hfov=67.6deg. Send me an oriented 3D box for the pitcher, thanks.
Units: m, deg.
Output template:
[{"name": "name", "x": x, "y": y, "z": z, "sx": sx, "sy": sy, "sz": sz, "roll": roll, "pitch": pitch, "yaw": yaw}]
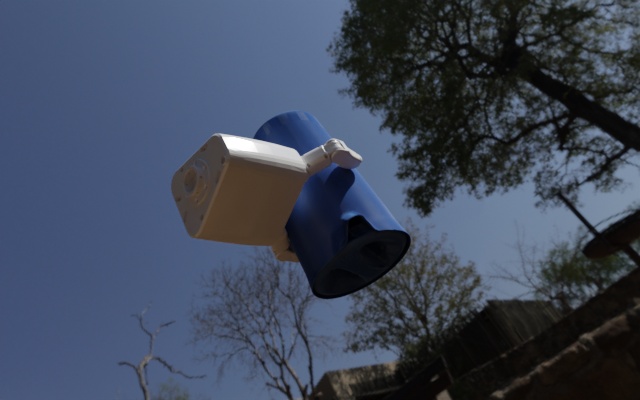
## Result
[{"name": "pitcher", "x": 0.000, "y": 0.002, "z": 0.634, "sx": 0.145, "sy": 0.242, "sz": 0.149, "roll": 8, "pitch": -49, "yaw": -45}]
